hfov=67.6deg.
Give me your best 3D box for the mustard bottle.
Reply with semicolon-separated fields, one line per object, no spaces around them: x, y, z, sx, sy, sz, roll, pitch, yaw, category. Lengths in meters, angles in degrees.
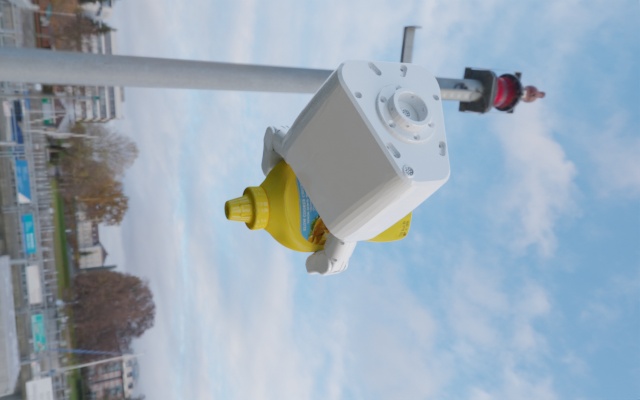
0.000;0.002;0.474;0.191;0.096;0.058;-5;3;-28;mustard bottle
